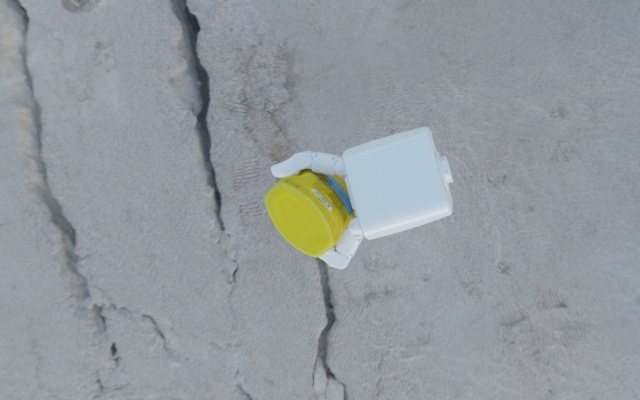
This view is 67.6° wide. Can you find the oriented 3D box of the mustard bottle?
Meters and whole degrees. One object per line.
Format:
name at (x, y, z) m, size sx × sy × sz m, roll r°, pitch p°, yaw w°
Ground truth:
mustard bottle at (0.000, 0.002, 0.617) m, size 0.058 × 0.096 × 0.191 m, roll -43°, pitch -1°, yaw 20°
